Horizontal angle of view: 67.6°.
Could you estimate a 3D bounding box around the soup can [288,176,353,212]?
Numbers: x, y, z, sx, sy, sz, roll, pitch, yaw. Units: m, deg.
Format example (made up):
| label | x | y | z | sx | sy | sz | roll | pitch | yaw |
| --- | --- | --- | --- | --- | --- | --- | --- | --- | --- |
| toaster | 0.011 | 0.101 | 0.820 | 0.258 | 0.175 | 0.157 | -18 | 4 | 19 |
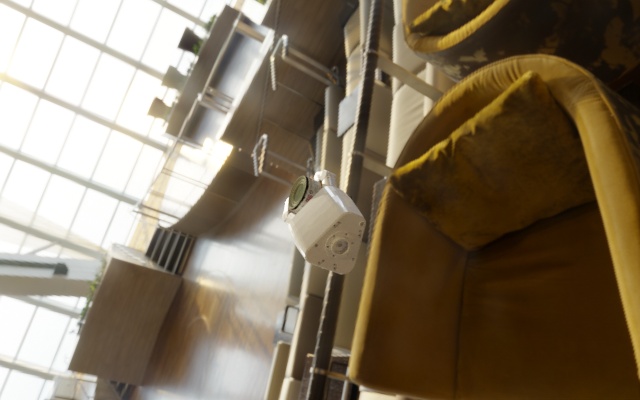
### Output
| label | x | y | z | sx | sy | sz | roll | pitch | yaw |
| --- | --- | --- | --- | --- | --- | --- | --- | --- | --- |
| soup can | 0.000 | 0.003 | 0.883 | 0.102 | 0.068 | 0.068 | 23 | -10 | -25 |
